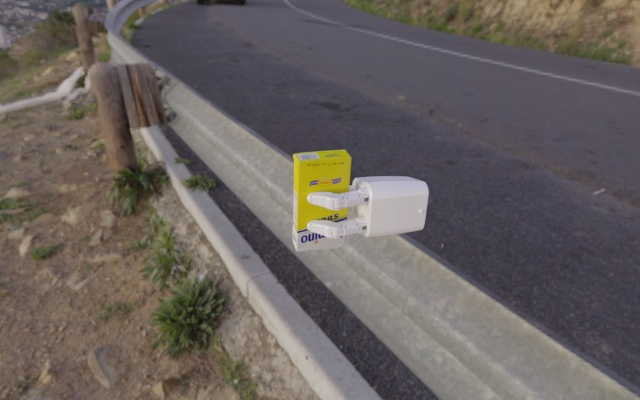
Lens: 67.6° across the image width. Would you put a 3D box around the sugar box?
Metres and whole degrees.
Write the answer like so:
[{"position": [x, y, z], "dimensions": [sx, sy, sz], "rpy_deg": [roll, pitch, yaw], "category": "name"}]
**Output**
[{"position": [0.000, 0.003, 0.829], "dimensions": [0.093, 0.176, 0.048], "rpy_deg": [-5, 26, -13], "category": "sugar box"}]
